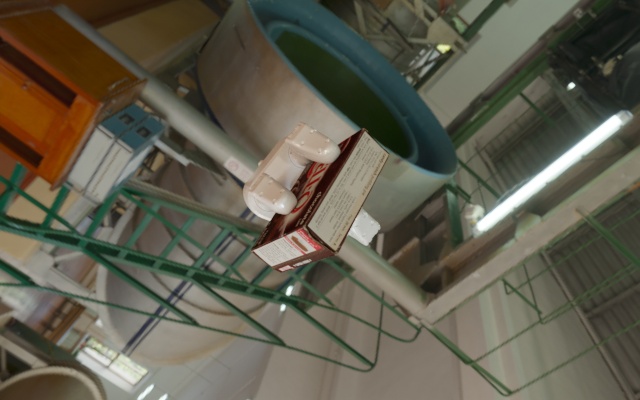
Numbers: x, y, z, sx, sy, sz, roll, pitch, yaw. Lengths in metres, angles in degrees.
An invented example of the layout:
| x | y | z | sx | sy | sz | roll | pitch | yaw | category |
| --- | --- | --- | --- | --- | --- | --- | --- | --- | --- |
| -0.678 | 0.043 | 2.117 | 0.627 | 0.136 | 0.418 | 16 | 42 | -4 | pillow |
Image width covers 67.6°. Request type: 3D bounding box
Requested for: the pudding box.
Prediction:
| x | y | z | sx | sy | sz | roll | pitch | yaw | category |
| --- | --- | --- | --- | --- | --- | --- | --- | --- | --- |
| 0.000 | 0.001 | 0.402 | 0.039 | 0.113 | 0.090 | 39 | -34 | -16 | pudding box |
